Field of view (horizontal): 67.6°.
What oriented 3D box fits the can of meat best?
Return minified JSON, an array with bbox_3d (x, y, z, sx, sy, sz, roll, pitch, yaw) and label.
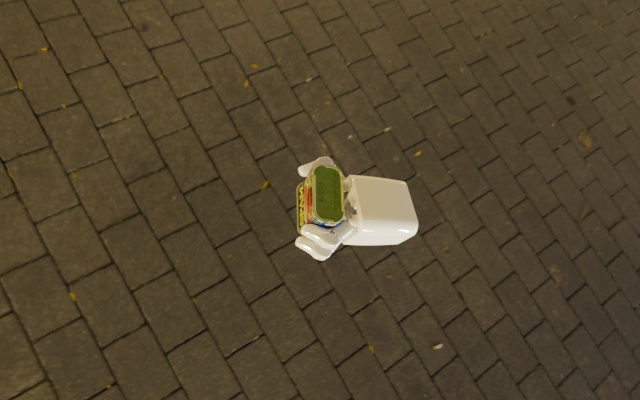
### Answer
[{"bbox_3d":[0.000,0.002,0.773,0.057,0.102,0.084,5,-22,-18],"label":"can of meat"}]
